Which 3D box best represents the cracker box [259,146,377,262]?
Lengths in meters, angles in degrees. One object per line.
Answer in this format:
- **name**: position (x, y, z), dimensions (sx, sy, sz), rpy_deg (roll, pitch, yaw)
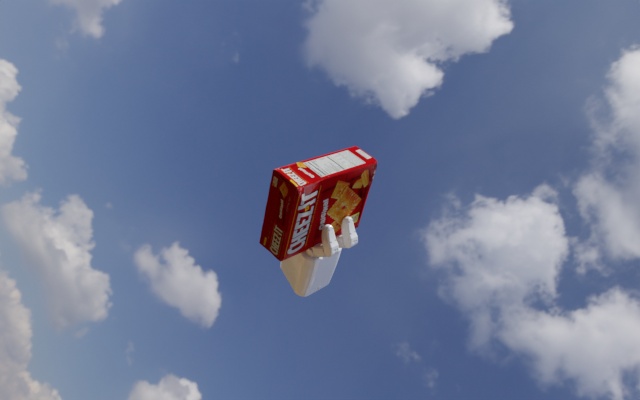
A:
- **cracker box**: position (0.000, 0.003, 0.888), dimensions (0.213, 0.164, 0.072), rpy_deg (-21, 47, -42)
